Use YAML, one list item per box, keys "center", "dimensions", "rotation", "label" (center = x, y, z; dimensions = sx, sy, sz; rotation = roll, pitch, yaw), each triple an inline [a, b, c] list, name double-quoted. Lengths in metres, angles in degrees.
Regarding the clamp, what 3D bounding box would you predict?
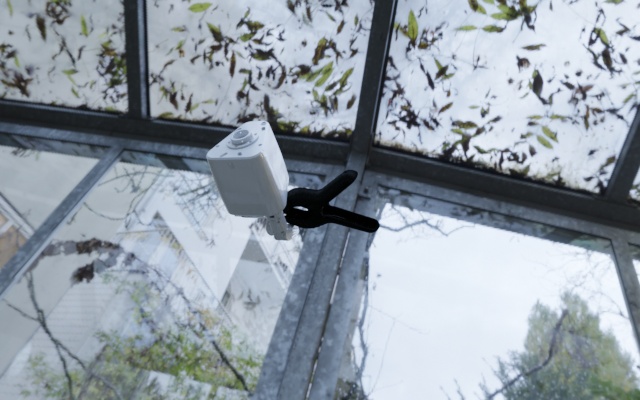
- center: [0.000, 0.002, 0.739]
  dimensions: [0.171, 0.120, 0.039]
  rotation: [-1, 37, 19]
  label: "clamp"
